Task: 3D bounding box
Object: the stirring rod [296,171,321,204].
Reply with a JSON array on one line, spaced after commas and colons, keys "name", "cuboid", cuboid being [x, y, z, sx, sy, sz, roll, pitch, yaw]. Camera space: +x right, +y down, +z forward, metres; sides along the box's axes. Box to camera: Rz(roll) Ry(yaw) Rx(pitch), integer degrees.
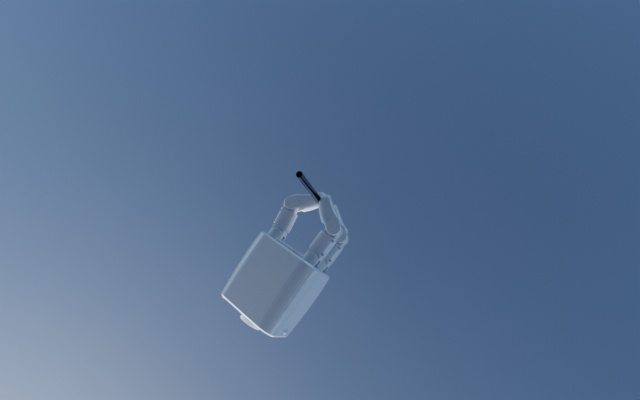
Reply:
[{"name": "stirring rod", "cuboid": [0.000, 0.002, 0.663, 0.011, 0.011, 0.239, 0, -16, 12]}]
